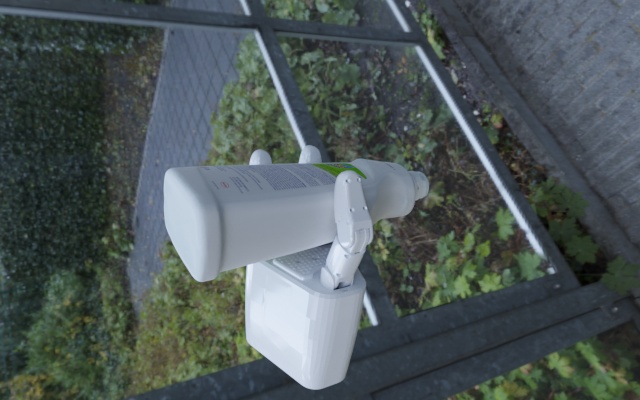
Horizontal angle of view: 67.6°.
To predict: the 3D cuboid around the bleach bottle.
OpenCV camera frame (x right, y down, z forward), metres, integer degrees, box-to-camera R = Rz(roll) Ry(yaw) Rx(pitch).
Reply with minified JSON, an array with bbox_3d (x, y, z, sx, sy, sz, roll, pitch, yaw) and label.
[{"bbox_3d":[0.000,0.001,0.422,0.251,0.068,0.102,-7,28,-31],"label":"bleach bottle"}]
